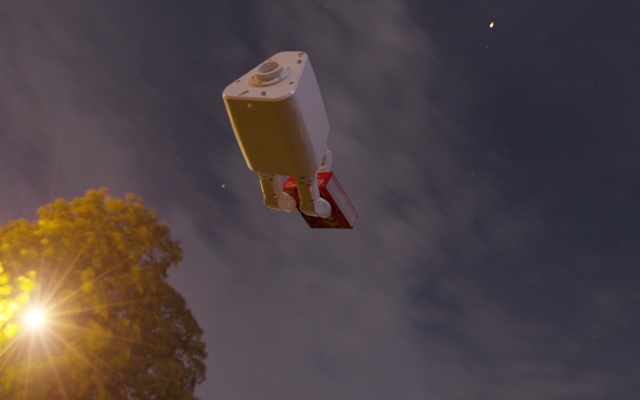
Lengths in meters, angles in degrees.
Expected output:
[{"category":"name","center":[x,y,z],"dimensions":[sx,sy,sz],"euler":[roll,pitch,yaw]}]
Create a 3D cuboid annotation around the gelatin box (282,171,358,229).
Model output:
[{"category":"gelatin box","center":[0.000,0.002,0.660],"dimensions":[0.073,0.030,0.089],"euler":[-2,-43,36]}]
